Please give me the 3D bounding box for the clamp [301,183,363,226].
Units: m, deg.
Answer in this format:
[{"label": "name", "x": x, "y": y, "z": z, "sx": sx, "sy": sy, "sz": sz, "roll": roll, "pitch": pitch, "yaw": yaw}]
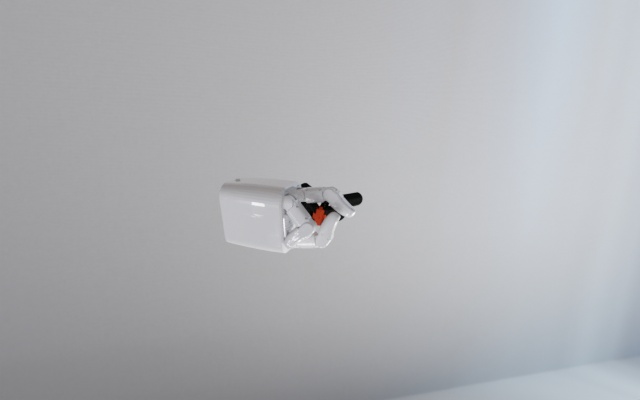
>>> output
[{"label": "clamp", "x": 0.000, "y": 0.003, "z": 0.830, "sx": 0.120, "sy": 0.039, "sz": 0.171, "roll": 7, "pitch": 13, "yaw": 15}]
